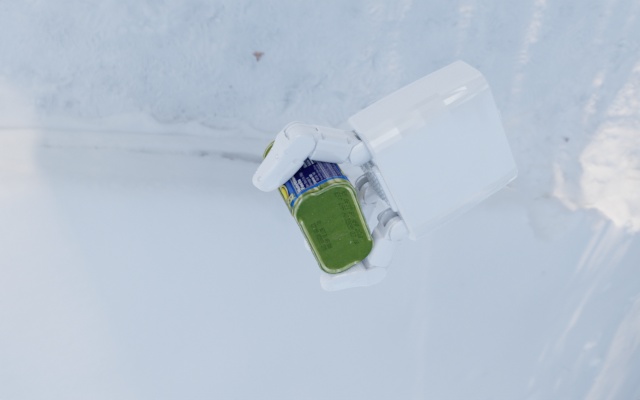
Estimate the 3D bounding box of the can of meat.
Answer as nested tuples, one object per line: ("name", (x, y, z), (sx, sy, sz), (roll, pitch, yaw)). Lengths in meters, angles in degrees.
("can of meat", (0.000, 0.001, 0.410), (0.057, 0.102, 0.084), (-27, 42, -3))
